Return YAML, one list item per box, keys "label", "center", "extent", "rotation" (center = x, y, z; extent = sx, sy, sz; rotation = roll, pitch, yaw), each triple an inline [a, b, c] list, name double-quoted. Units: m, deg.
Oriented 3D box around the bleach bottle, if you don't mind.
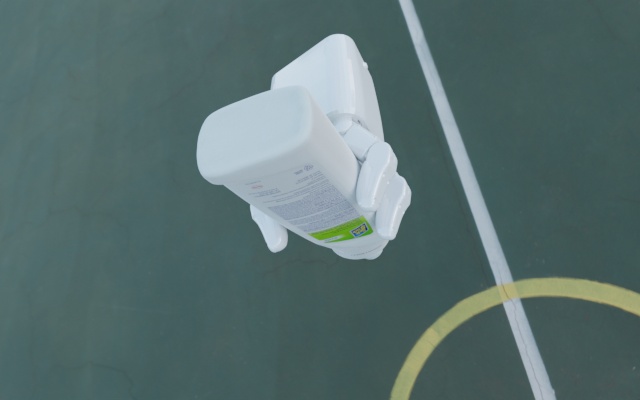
- label: "bleach bottle"
  center: [0.000, 0.001, 0.449]
  extent: [0.102, 0.068, 0.251]
  rotation: [-15, -32, 18]
